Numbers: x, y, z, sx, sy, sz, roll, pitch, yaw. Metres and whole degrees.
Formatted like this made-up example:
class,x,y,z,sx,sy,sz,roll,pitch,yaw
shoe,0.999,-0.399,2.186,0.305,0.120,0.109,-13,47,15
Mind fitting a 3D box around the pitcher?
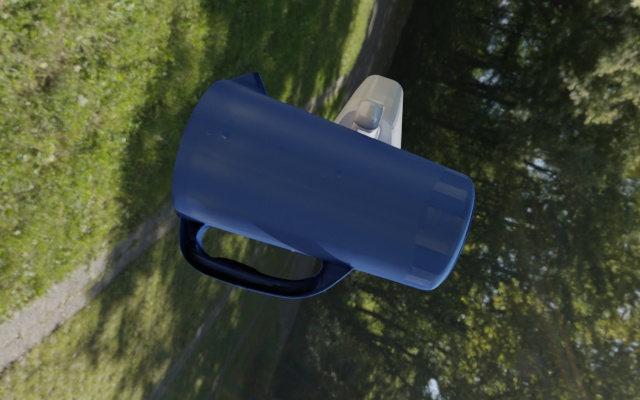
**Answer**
class,x,y,z,sx,sy,sz,roll,pitch,yaw
pitcher,0.000,0.001,0.427,0.243,0.149,0.145,19,36,4
